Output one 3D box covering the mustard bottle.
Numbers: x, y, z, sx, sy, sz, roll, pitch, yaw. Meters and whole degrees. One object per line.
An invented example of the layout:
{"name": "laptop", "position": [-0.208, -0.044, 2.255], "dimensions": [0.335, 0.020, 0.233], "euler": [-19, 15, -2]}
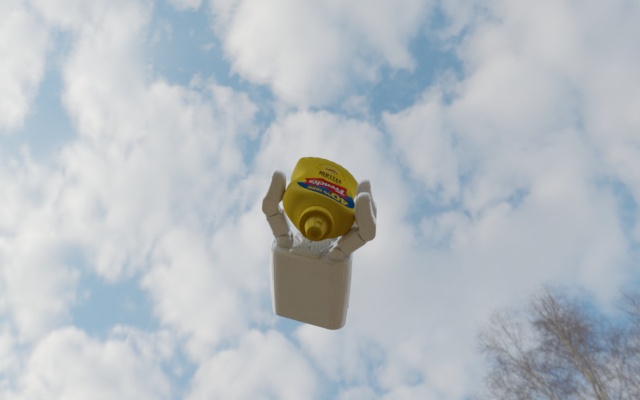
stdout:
{"name": "mustard bottle", "position": [0.000, 0.002, 0.618], "dimensions": [0.096, 0.058, 0.191], "euler": [25, 22, -5]}
